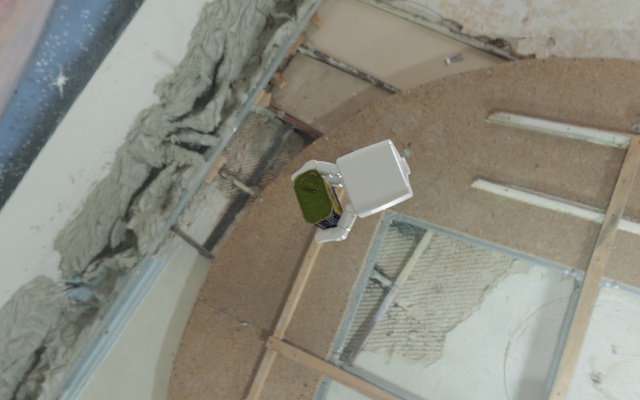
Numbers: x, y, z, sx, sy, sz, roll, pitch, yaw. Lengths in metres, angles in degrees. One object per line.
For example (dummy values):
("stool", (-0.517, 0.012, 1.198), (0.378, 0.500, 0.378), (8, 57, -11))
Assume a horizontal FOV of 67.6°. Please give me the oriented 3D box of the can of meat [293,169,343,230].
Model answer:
("can of meat", (0.000, 0.003, 0.892), (0.057, 0.102, 0.084), (-26, -24, 14))
